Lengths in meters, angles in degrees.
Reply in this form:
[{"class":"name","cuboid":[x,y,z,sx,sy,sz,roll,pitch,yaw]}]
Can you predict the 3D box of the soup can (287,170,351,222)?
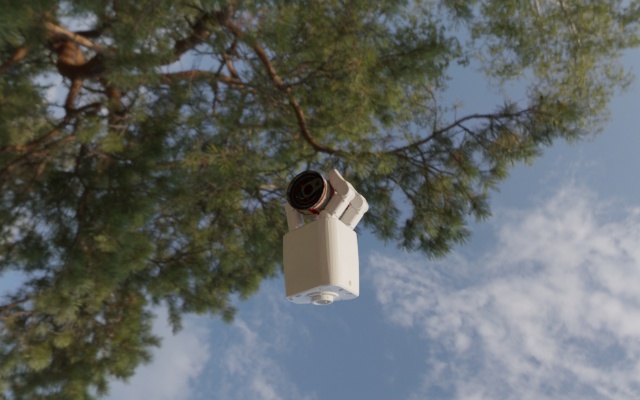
[{"class":"soup can","cuboid":[0.000,0.002,0.779,0.068,0.068,0.102,0,-22,30]}]
